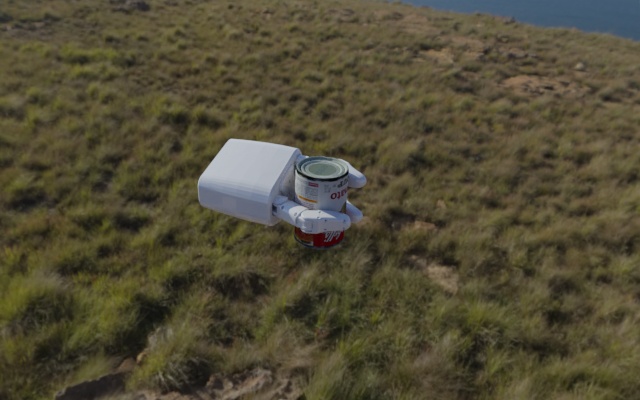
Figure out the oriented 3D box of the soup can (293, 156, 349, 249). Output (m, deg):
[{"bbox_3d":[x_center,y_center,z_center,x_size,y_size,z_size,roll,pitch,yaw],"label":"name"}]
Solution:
[{"bbox_3d":[0.001,0.002,0.615,0.068,0.102,0.068,2,30,-1],"label":"soup can"}]
